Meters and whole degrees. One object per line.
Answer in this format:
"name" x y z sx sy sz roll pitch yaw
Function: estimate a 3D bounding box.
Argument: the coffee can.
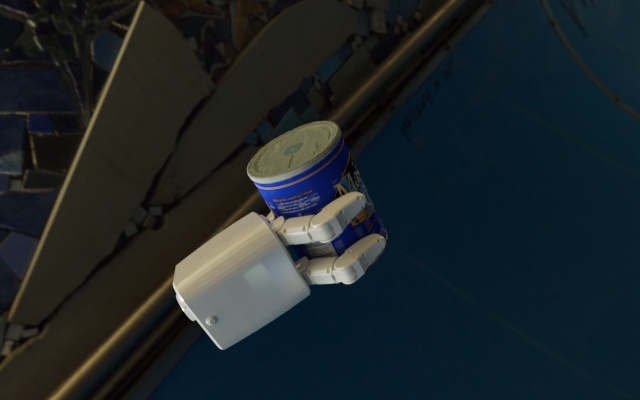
"coffee can" 0.000 0.001 0.510 0.103 0.140 0.102 -21 29 12
